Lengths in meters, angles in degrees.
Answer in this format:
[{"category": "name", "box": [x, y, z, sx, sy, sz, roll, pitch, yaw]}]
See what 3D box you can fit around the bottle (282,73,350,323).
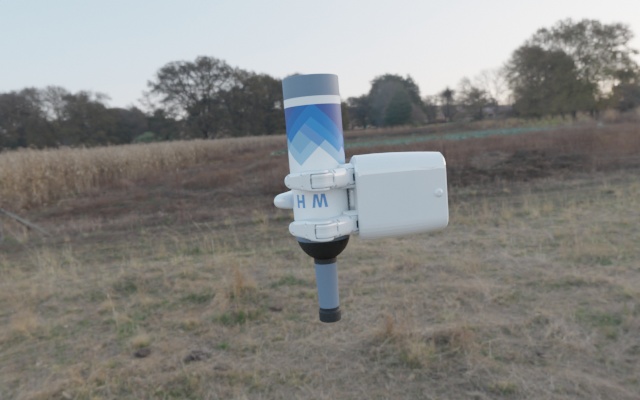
[{"category": "bottle", "box": [0.000, 0.002, 0.577, 0.069, 0.296, 0.069, -5, 6, 1]}]
